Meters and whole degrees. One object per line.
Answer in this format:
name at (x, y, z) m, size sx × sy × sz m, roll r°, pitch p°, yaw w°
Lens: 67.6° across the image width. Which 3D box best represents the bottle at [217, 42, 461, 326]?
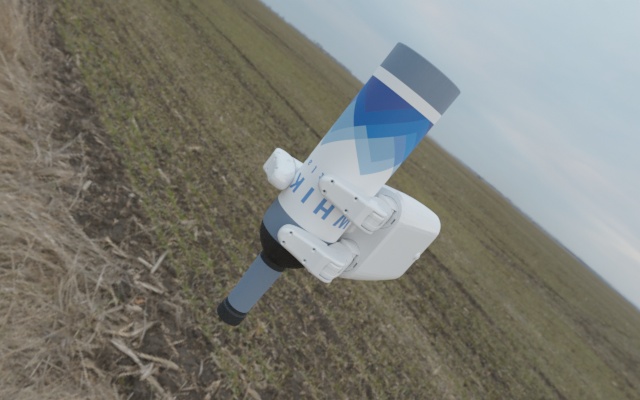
bottle at (0.000, 0.001, 0.429) m, size 0.069 × 0.296 × 0.069 m, roll 36°, pitch 14°, yaw -11°
